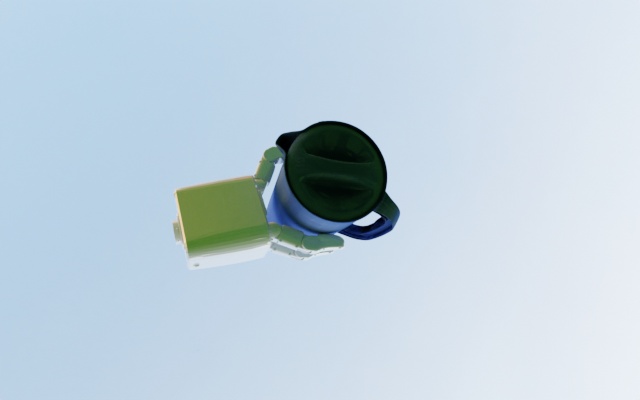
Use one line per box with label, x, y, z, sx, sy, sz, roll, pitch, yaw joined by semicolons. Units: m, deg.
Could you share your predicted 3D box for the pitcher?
pitcher;0.000;0.002;0.688;0.145;0.149;0.243;-12;-14;-18
